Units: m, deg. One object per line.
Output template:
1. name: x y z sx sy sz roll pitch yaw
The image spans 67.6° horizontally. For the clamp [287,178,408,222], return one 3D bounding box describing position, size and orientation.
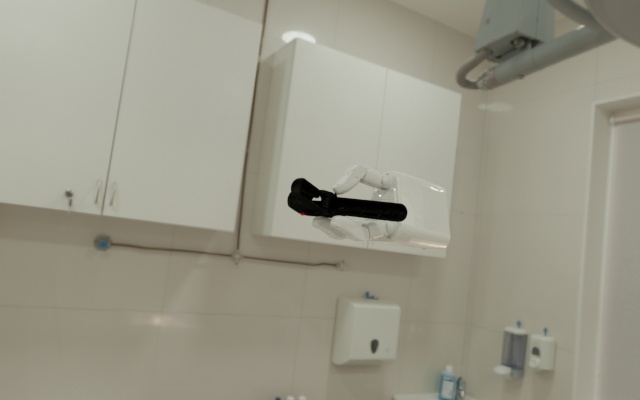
1. clamp: 0.000 0.002 0.690 0.164 0.036 0.210 16 -9 -27
